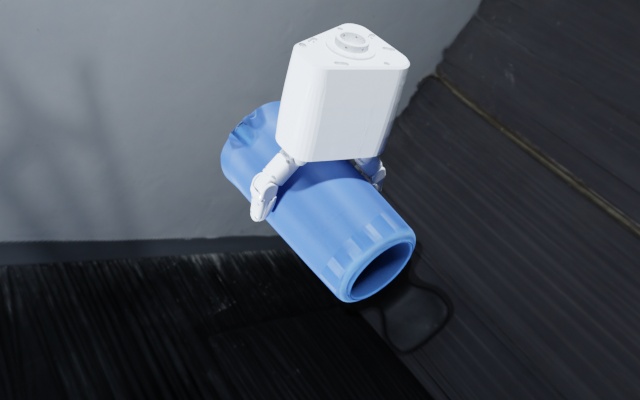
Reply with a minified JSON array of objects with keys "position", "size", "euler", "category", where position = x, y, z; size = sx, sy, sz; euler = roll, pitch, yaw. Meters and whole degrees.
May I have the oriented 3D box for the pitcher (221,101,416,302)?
[{"position":[0.000,0.002,0.577],"size":[0.149,0.145,0.242],"euler":[-20,52,-33],"category":"pitcher"}]
